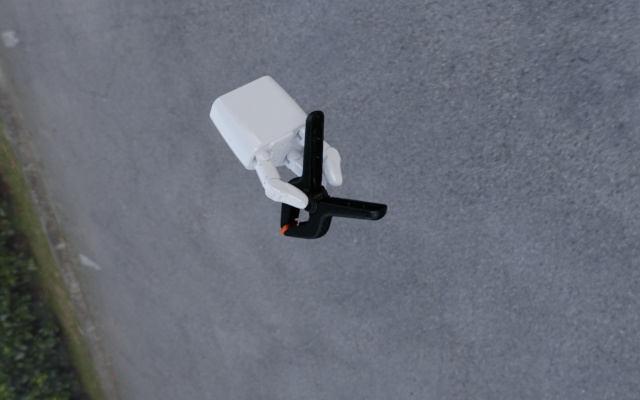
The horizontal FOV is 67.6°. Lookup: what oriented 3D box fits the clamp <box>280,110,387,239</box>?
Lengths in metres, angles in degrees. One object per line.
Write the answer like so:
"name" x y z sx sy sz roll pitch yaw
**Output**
"clamp" -0.001 0.003 0.666 0.036 0.164 0.210 -22 -23 -38
